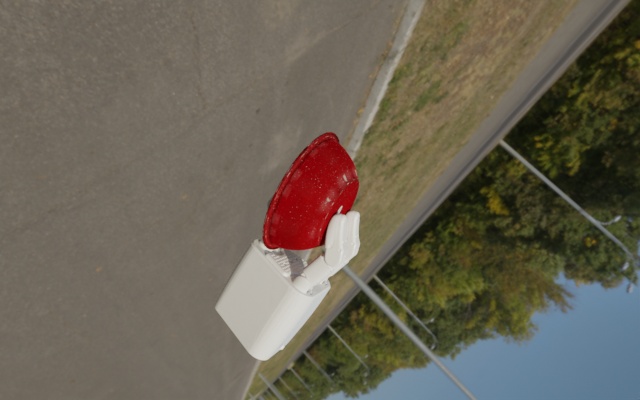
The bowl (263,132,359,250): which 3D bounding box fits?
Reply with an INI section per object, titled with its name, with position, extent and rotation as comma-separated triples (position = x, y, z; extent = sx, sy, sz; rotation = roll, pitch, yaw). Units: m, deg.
[bowl]
position = 0.001, 0.001, 0.573
extent = 0.055, 0.162, 0.162
rotation = 30, 9, 16
